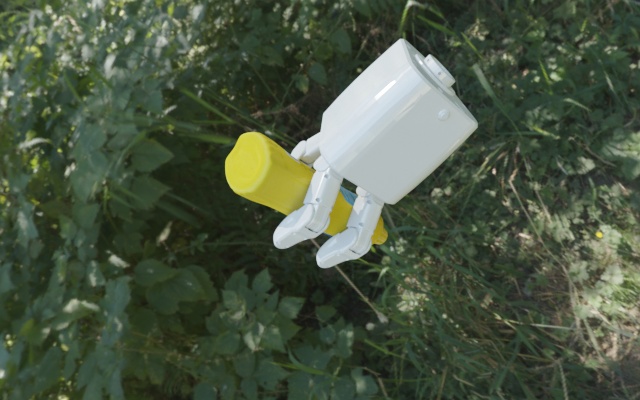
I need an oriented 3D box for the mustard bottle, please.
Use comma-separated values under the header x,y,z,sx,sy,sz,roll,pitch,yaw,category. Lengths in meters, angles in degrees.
x,y,z,sx,sy,sz,roll,pitch,yaw,category
0.000,0.002,0.487,0.192,0.058,0.096,29,6,-33,mustard bottle
